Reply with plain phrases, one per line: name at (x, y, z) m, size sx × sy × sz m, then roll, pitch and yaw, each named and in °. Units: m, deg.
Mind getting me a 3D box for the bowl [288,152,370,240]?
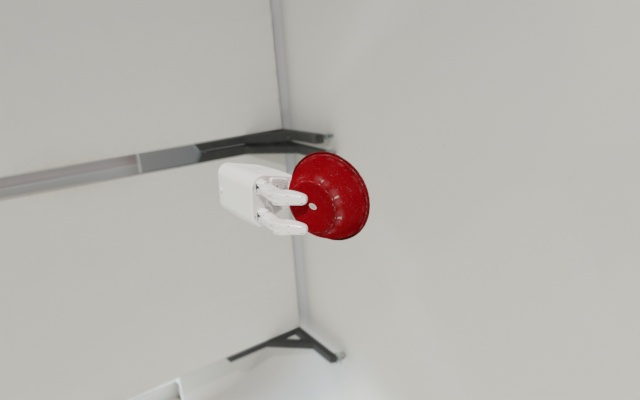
bowl at (0.001, 0.003, 0.801) m, size 0.162 × 0.162 × 0.055 m, roll 0°, pitch 19°, yaw 35°
